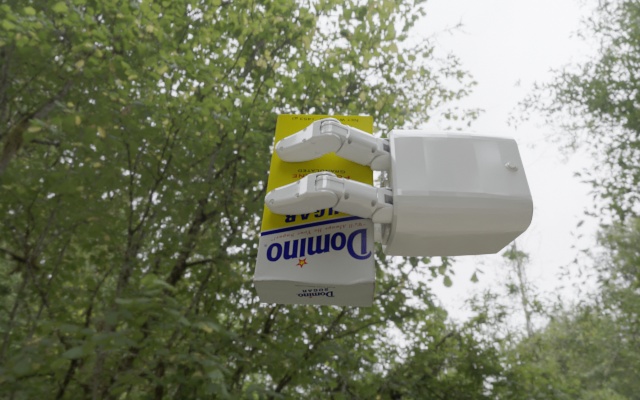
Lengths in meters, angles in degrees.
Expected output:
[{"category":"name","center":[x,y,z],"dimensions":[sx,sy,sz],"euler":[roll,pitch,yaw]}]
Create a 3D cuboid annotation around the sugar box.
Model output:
[{"category":"sugar box","center":[0.000,0.001,0.413],"dimensions":[0.093,0.176,0.048],"euler":[1,-38,3]}]
